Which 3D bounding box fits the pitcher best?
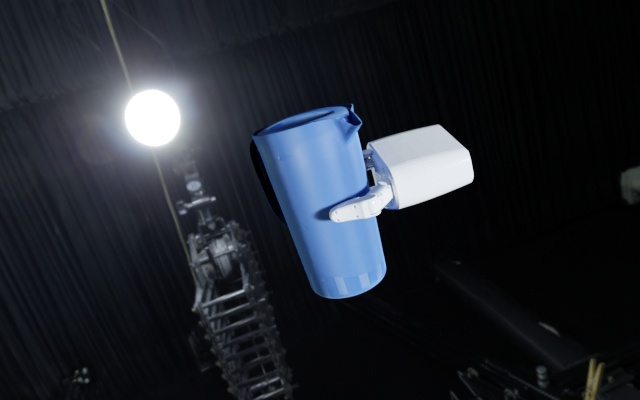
[{"bbox_3d":[0.000,0.002,0.642,0.145,0.243,0.149,-18,16,-4],"label":"pitcher"}]
